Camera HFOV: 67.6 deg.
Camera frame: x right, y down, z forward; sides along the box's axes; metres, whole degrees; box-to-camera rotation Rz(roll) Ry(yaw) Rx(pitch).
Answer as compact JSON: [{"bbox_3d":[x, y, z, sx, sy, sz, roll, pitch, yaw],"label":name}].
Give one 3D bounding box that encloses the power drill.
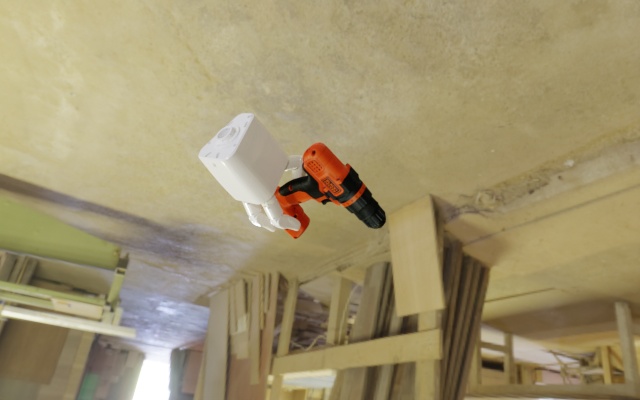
[{"bbox_3d":[0.000,0.003,0.837,0.188,0.184,0.057,-29,20,41],"label":"power drill"}]
